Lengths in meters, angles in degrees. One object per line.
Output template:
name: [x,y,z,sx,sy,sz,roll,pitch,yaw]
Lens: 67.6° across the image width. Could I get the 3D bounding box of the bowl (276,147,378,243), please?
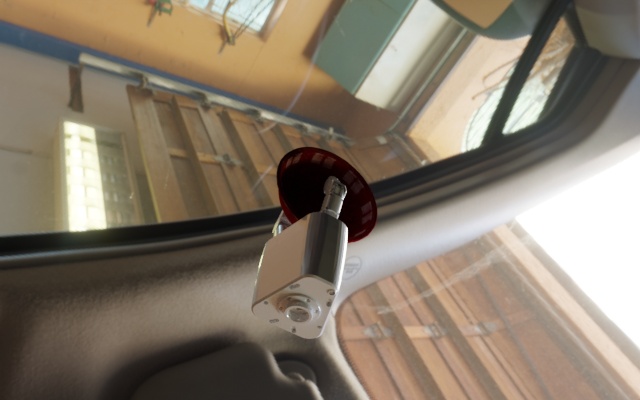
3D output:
bowl: [0.000,0.002,0.684,0.162,0.162,0.055,0,-33,-35]
